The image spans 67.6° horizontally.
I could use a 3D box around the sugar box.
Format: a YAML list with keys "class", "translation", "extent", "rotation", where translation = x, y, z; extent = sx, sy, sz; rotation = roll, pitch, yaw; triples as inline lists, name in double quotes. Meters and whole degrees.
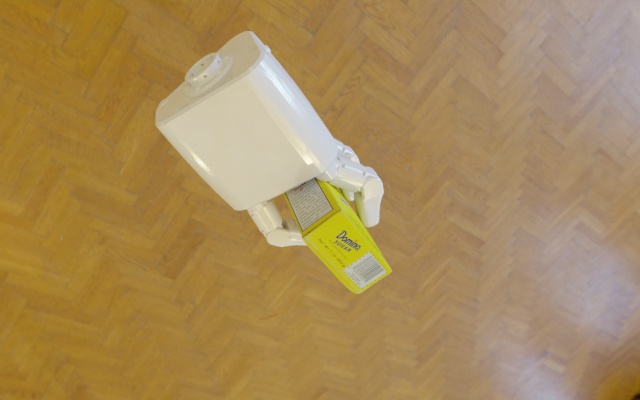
- class: "sugar box"
  translation: [0.000, 0.001, 0.466]
  extent: [0.048, 0.093, 0.176]
  rotation: [-35, 36, 7]
